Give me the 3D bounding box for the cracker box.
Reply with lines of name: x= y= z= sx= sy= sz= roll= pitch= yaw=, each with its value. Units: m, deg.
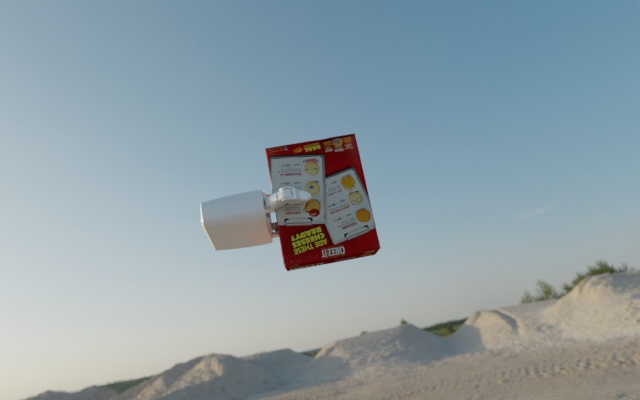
cracker box: x=0.000 y=0.003 z=0.838 sx=0.164 sy=0.213 sz=0.072 roll=-10 pitch=-16 yaw=-3
